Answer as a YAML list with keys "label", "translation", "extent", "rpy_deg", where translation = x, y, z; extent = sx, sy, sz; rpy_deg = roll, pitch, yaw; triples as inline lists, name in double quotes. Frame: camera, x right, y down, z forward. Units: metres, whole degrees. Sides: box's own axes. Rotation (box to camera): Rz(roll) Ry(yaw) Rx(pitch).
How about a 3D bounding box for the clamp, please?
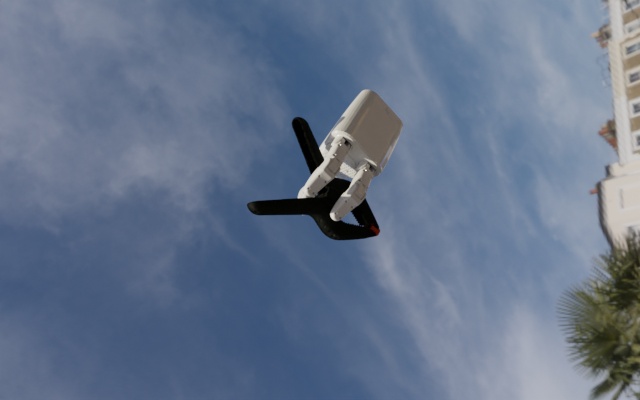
- label: "clamp"
  translation: [0.000, 0.003, 0.697]
  extent: [0.210, 0.164, 0.036]
  rpy_deg: [43, -29, -19]
